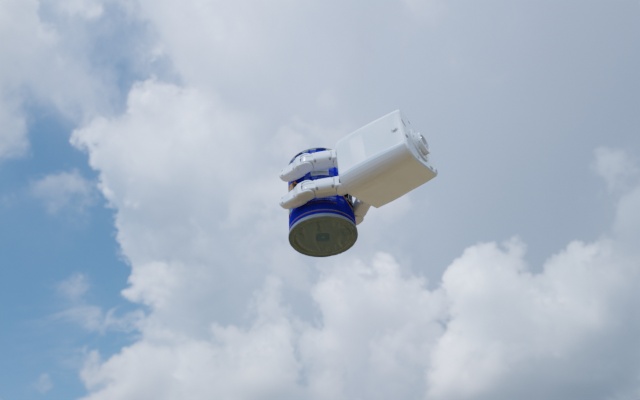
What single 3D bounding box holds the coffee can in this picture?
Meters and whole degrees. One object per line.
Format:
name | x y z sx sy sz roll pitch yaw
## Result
coffee can | 0.000 0.003 0.744 0.103 0.140 0.103 -3 -40 -2
